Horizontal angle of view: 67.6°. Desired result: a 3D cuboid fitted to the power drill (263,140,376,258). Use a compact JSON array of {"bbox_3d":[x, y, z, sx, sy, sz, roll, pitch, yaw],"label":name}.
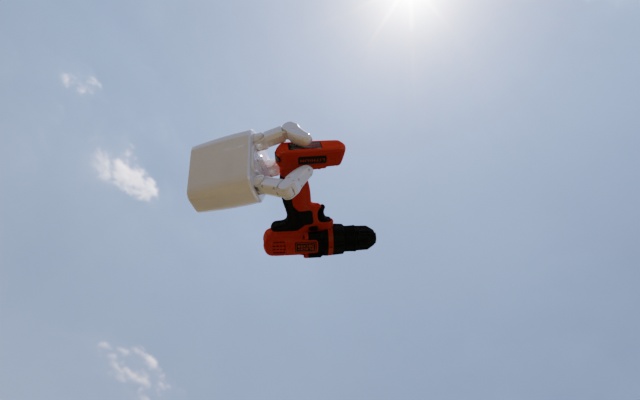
[{"bbox_3d":[0.000,0.002,0.747,0.184,0.188,0.057,-3,22,-8],"label":"power drill"}]
